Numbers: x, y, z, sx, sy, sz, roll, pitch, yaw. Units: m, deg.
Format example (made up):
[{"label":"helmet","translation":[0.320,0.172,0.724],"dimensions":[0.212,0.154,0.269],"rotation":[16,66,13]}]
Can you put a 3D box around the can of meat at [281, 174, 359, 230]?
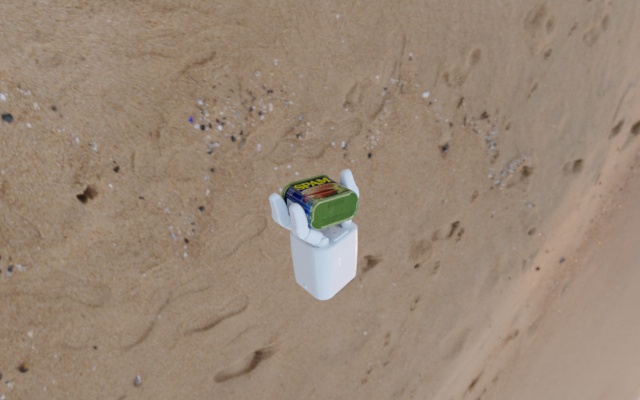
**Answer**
[{"label":"can of meat","translation":[0.000,0.003,0.788],"dimensions":[0.102,0.057,0.084],"rotation":[-17,30,-33]}]
